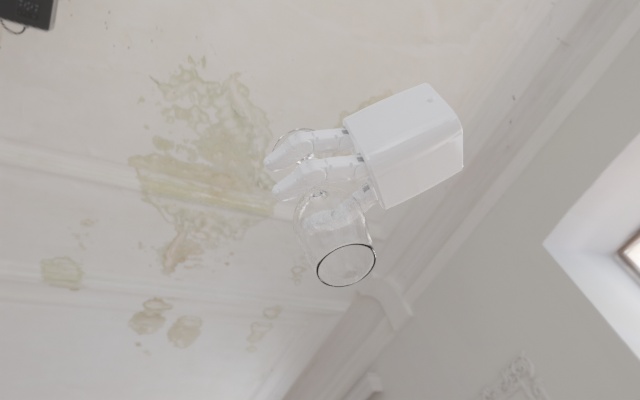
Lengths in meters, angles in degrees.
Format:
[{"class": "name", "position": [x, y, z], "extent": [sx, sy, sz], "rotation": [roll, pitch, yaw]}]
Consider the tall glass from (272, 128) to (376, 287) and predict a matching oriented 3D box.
[{"class": "tall glass", "position": [0.000, 0.001, 0.540], "extent": [0.079, 0.079, 0.201], "rotation": [0, 39, -19]}]
